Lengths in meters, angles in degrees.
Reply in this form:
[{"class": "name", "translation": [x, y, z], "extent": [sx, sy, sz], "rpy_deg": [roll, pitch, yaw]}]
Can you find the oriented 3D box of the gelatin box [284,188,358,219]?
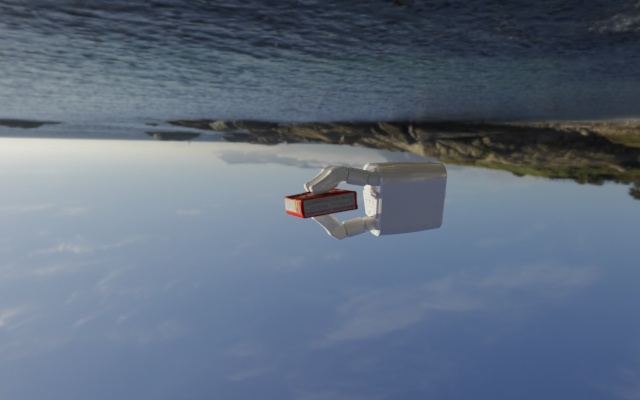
[{"class": "gelatin box", "translation": [0.000, 0.003, 0.709], "extent": [0.089, 0.030, 0.073], "rpy_deg": [-10, 9, -22]}]
